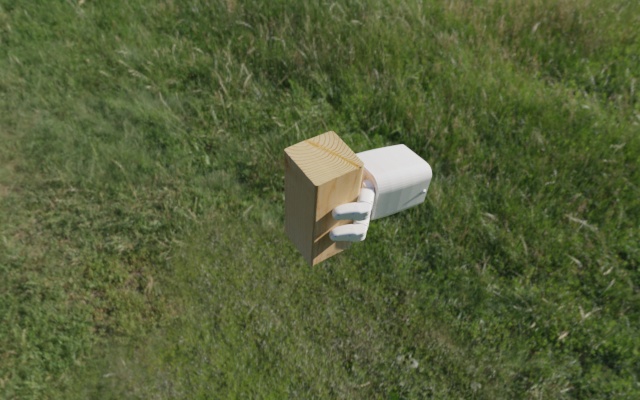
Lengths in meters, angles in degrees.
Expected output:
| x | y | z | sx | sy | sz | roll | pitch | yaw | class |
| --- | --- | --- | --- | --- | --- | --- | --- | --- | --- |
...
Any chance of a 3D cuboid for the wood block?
| x | y | z | sx | sy | sz | roll | pitch | yaw | class |
| --- | --- | --- | --- | --- | --- | --- | --- | --- | --- |
| 0.000 | 0.002 | 0.782 | 0.090 | 0.206 | 0.090 | -25 | 55 | -23 | wood block |
